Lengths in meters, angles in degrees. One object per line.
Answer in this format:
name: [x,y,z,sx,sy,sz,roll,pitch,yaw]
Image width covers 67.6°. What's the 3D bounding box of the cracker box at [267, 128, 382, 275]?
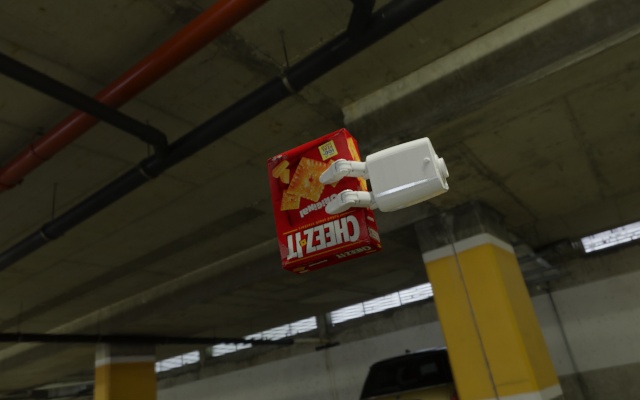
cracker box: [0.000,0.003,0.835,0.164,0.213,0.072,-19,-24,20]
